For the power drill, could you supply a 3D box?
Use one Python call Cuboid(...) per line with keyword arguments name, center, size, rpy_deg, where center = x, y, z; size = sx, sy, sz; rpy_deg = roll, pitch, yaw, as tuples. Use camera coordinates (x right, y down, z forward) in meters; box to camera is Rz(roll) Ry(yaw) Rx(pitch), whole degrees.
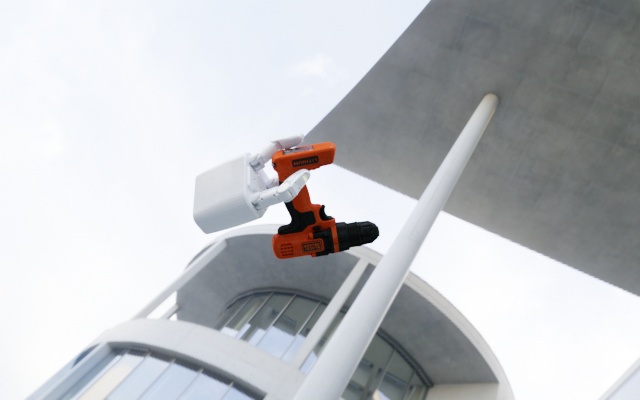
Cuboid(name="power drill", center=(0.000, 0.002, 0.791), size=(0.184, 0.188, 0.057), rpy_deg=(-10, 17, -4))
